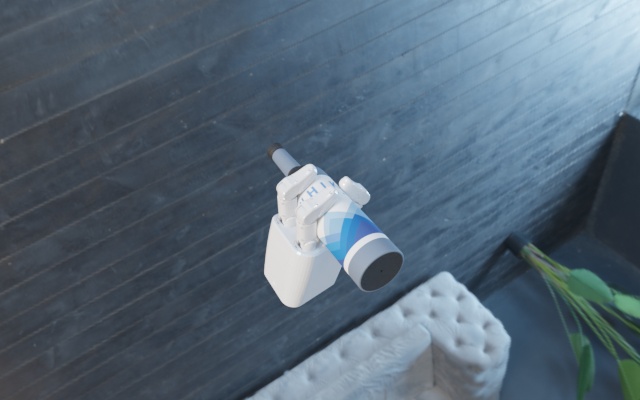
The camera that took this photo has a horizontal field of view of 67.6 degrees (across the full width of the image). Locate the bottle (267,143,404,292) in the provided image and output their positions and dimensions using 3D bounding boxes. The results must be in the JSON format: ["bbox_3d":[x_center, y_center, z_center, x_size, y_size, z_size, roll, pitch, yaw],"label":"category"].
[{"bbox_3d":[0.000,0.002,0.668,0.069,0.069,0.295,0,35,-38],"label":"bottle"}]
